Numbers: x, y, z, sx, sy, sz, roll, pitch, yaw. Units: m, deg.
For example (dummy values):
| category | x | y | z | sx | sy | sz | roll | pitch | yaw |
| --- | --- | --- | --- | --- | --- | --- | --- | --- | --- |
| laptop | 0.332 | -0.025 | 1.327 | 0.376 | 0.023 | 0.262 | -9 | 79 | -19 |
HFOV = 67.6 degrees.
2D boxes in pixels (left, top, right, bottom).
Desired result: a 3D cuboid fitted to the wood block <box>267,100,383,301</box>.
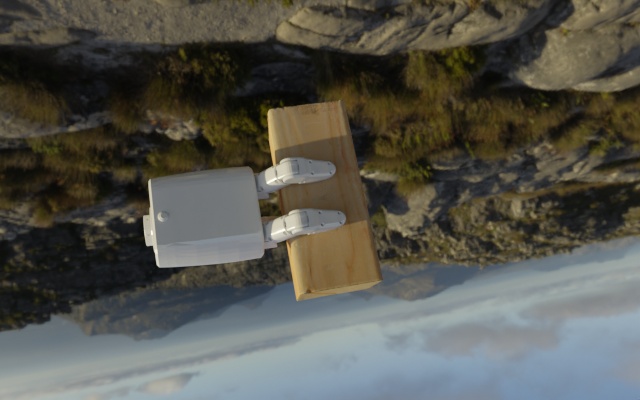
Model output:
| category | x | y | z | sx | sy | sz | roll | pitch | yaw |
| --- | --- | --- | --- | --- | --- | --- | --- | --- | --- |
| wood block | 0.000 | 0.002 | 0.549 | 0.090 | 0.206 | 0.091 | -9 | -15 | -7 |
